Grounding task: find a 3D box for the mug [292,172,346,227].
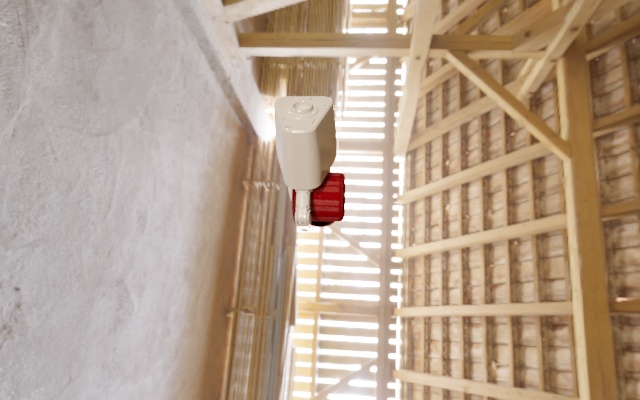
[{"bbox_3d":[0.000,0.004,0.808,0.081,0.117,0.093,1,42,6],"label":"mug"}]
